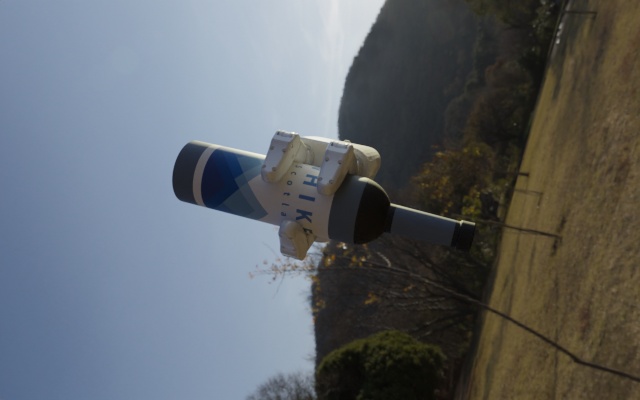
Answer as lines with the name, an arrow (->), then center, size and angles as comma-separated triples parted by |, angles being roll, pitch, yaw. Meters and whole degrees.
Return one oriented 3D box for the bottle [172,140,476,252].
bottle -> 0.000, 0.002, 0.472 | 0.295, 0.069, 0.069 | 13, 3, 14
